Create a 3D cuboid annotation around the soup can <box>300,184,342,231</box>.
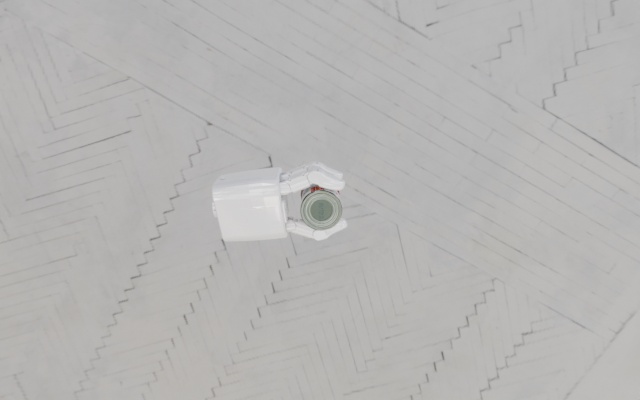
[{"bbox_3d":[0.001,0.003,0.790,0.068,0.068,0.102,0,15,-1],"label":"soup can"}]
